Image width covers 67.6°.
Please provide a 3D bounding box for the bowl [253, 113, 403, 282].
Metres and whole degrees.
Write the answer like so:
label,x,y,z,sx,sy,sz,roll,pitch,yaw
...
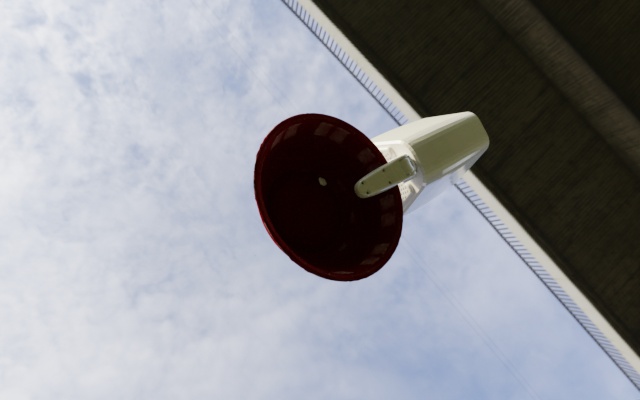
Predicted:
label,x,y,z,sx,sy,sz,roll,pitch,yaw
bowl,-0.001,0.002,0.453,0.162,0.162,0.055,0,-18,-34
